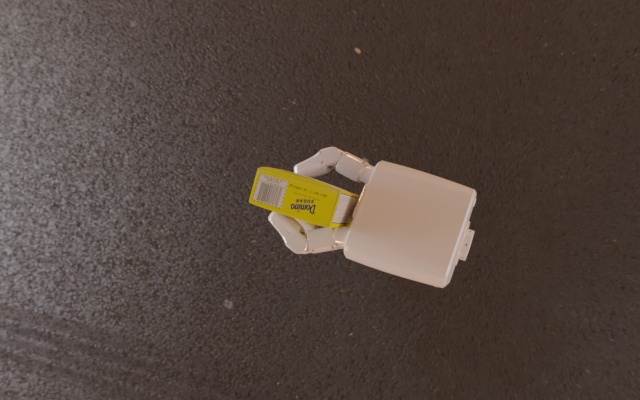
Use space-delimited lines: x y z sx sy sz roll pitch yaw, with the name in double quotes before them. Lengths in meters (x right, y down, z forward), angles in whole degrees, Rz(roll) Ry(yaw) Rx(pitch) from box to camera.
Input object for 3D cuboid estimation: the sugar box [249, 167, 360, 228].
"sugar box" 0.000 0.002 0.552 0.093 0.048 0.176 18 -1 20
